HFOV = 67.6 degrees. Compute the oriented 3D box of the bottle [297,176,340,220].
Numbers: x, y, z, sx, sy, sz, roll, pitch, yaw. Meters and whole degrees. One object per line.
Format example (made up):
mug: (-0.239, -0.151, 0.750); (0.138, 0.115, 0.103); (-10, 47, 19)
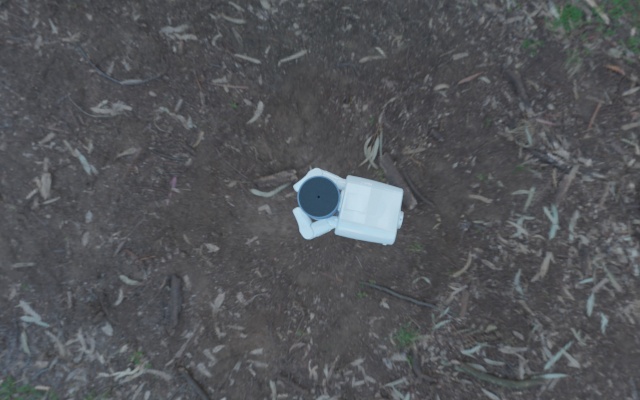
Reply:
bottle: (0.000, 0.003, 0.880); (0.069, 0.069, 0.296); (0, -3, 1)
